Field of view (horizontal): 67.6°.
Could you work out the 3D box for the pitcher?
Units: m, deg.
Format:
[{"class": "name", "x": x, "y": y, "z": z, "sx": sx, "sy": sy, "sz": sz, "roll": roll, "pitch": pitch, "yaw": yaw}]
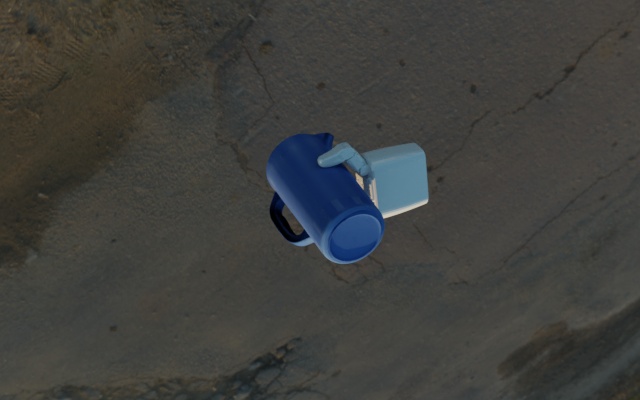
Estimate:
[{"class": "pitcher", "x": 0.000, "y": 0.003, "z": 0.807, "sx": 0.145, "sy": 0.149, "sz": 0.242, "roll": -16, "pitch": 37, "yaw": -16}]
